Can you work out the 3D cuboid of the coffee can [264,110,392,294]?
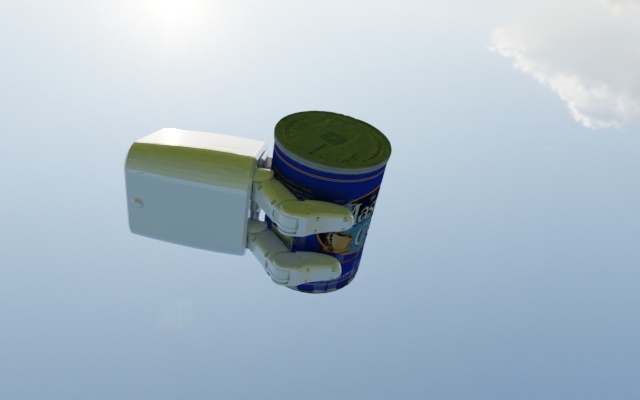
[{"bbox_3d":[0.000,0.001,0.448,0.103,0.140,0.102,8,34,-5],"label":"coffee can"}]
